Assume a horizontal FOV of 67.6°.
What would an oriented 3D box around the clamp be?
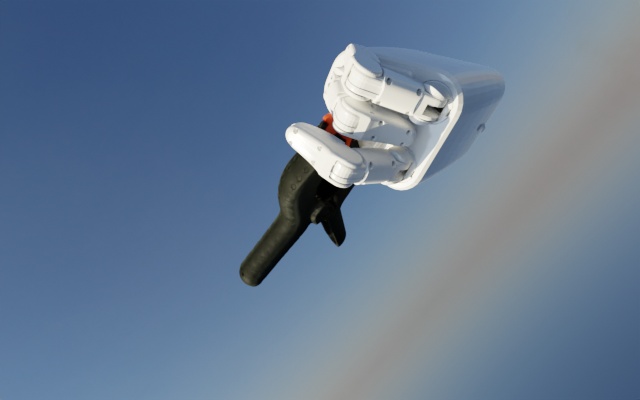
[{"bbox_3d":[0.000,0.001,0.417,0.039,0.172,0.120,45,39,21],"label":"clamp"}]
